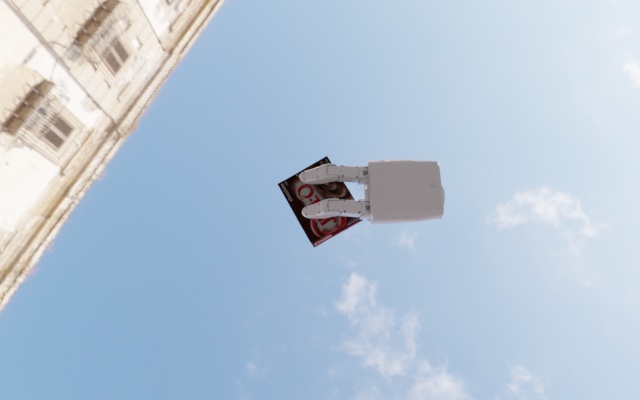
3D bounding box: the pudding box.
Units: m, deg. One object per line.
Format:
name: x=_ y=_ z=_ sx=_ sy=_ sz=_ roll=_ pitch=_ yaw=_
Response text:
pudding box: x=0.000 y=0.002 z=0.733 sx=0.090 sy=0.113 sz=0.039 roll=-30 pitch=-19 yaw=-4
